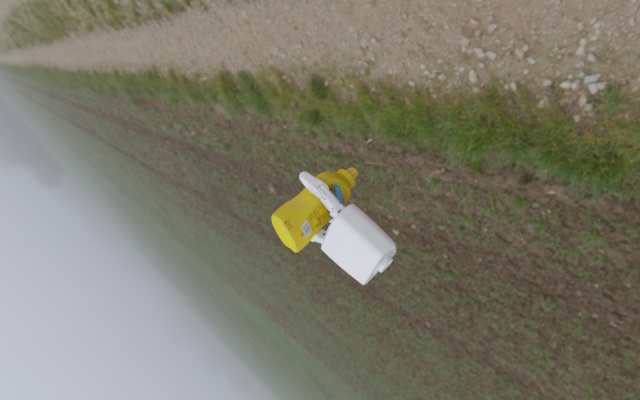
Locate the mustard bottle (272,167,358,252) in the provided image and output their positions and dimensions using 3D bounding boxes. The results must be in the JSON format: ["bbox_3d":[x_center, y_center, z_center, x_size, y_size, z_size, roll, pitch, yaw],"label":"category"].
[{"bbox_3d":[0.000,0.003,0.885,0.191,0.096,0.058,-42,48,-20],"label":"mustard bottle"}]
